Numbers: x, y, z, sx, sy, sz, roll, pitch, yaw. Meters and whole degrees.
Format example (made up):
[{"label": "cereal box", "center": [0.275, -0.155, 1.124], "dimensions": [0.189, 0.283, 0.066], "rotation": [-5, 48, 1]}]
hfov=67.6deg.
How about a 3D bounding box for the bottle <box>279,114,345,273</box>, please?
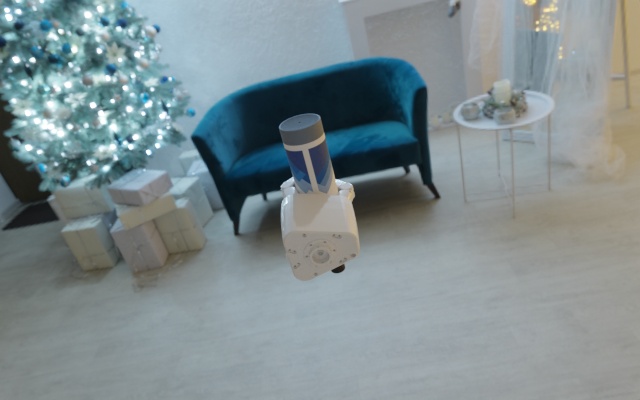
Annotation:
[{"label": "bottle", "center": [0.000, 0.002, 0.811], "dimensions": [0.069, 0.296, 0.069], "rotation": [-11, 30, 6]}]
